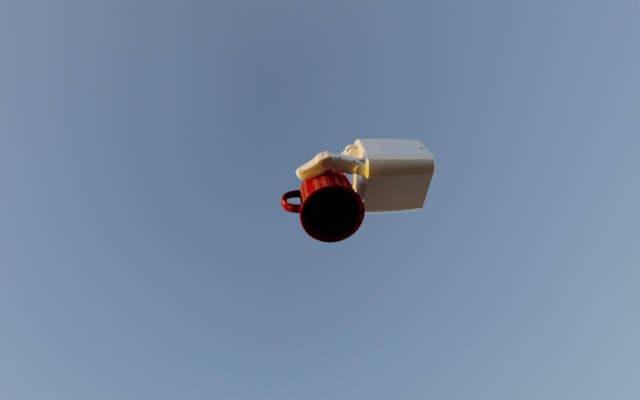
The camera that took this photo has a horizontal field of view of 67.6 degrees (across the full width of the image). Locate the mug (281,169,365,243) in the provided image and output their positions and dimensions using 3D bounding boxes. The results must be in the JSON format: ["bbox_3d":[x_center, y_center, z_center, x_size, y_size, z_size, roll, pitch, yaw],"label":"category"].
[{"bbox_3d":[-0.001,0.002,0.705,0.117,0.093,0.081,-1,27,-8],"label":"mug"}]
